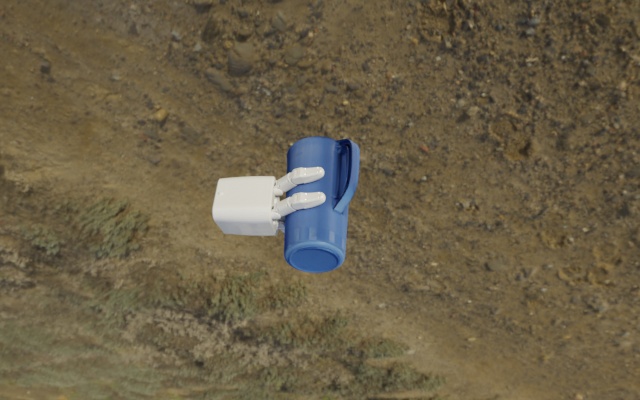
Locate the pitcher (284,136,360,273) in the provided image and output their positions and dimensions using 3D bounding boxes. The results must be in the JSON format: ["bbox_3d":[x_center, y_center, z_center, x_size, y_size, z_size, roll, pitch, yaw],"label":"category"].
[{"bbox_3d":[0.000,0.003,0.894,0.145,0.242,0.149,0,-36,3],"label":"pitcher"}]
